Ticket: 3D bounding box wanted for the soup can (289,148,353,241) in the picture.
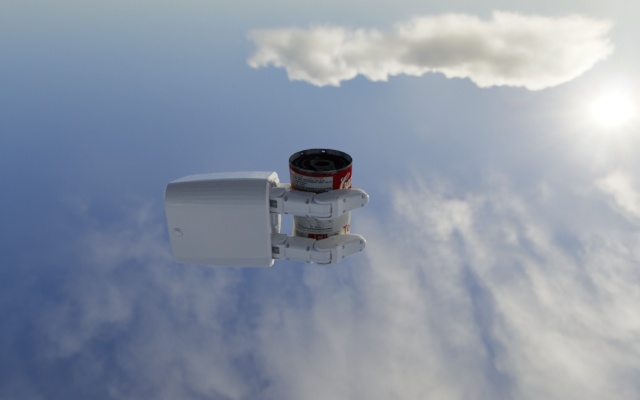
[{"bbox_3d":[0.001,0.002,0.528,0.068,0.102,0.068,0,26,0],"label":"soup can"}]
